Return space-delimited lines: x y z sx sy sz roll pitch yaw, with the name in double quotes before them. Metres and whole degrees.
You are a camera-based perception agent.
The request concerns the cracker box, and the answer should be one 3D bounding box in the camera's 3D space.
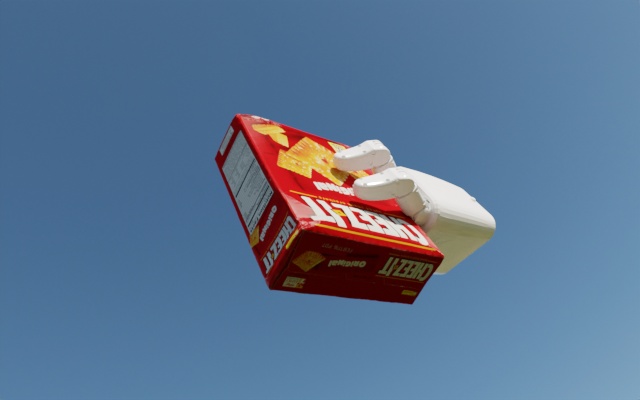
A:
"cracker box" 0.000 0.002 0.488 0.164 0.072 0.213 13 27 -33
